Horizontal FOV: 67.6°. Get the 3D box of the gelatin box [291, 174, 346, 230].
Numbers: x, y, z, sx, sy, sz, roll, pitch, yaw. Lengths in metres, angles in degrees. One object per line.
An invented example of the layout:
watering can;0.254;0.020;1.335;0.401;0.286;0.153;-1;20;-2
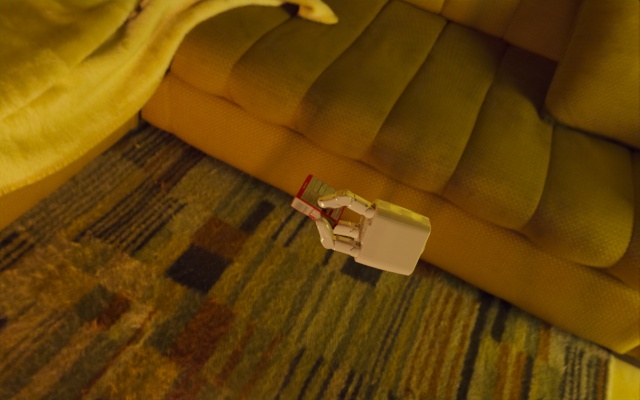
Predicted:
gelatin box;0.000;0.002;0.864;0.089;0.073;0.030;32;-47;-4
